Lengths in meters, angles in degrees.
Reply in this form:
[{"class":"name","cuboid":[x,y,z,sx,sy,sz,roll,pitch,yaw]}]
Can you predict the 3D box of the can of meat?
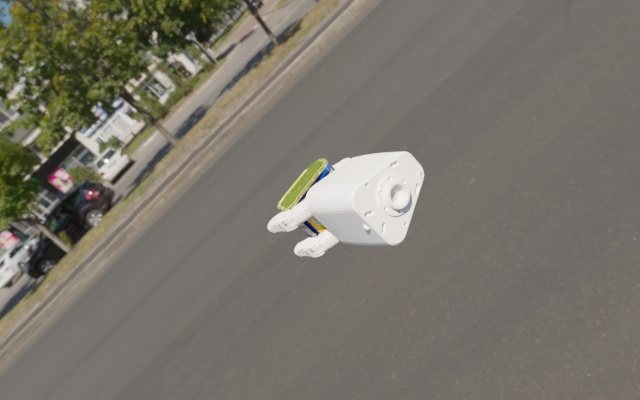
[{"class":"can of meat","cuboid":[0.000,0.002,0.693,0.084,0.102,0.057,44,-17,-21]}]
